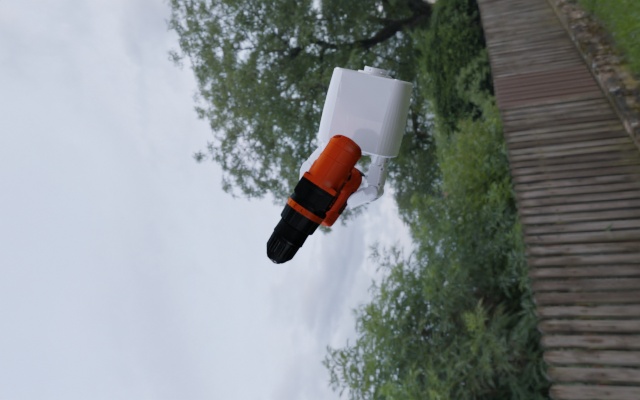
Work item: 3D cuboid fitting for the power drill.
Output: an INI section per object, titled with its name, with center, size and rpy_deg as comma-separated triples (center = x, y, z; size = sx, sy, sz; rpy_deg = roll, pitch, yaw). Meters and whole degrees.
[power drill]
center = 0.000, 0.002, 0.671
size = 0.057, 0.184, 0.187
rpy_deg = 35, 5, 6
